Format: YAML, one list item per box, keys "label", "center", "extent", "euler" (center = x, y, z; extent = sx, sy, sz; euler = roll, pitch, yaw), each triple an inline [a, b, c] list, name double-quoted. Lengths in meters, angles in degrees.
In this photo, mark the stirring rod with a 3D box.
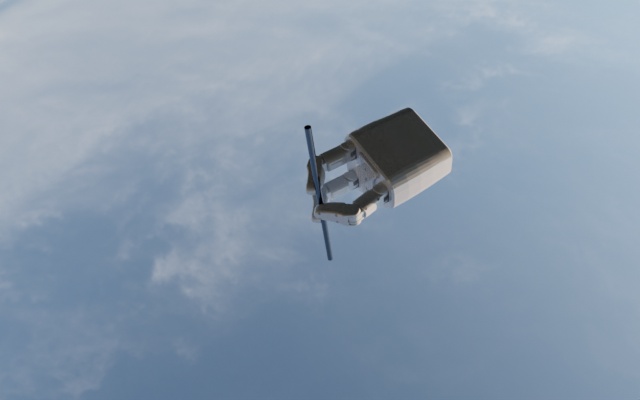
- label: "stirring rod"
  center: [0.000, 0.002, 0.613]
  extent: [0.011, 0.011, 0.240]
  euler: [0, -43, 9]
